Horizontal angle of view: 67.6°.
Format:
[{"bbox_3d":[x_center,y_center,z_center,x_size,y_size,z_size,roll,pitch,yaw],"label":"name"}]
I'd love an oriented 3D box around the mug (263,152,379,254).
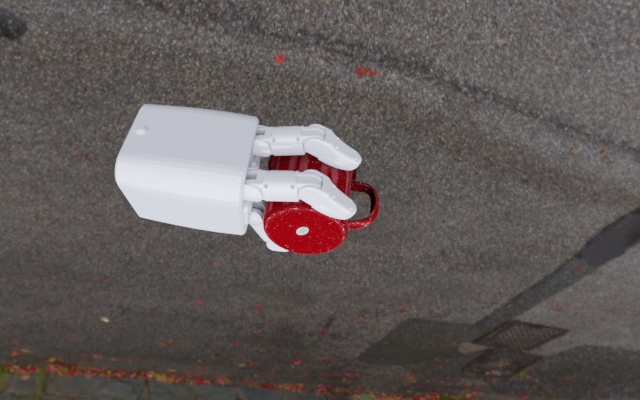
[{"bbox_3d":[0.001,0.002,0.476,0.117,0.081,0.093,7,-38,-2],"label":"mug"}]
